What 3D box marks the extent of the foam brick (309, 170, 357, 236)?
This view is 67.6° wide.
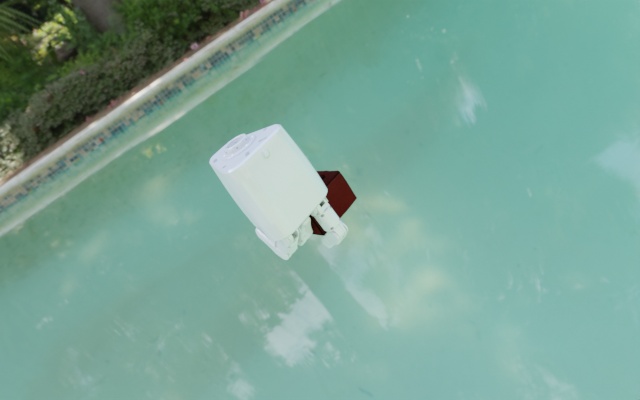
[{"bbox_3d":[0.000,0.002,0.649,0.053,0.051,0.078,3,44,52],"label":"foam brick"}]
